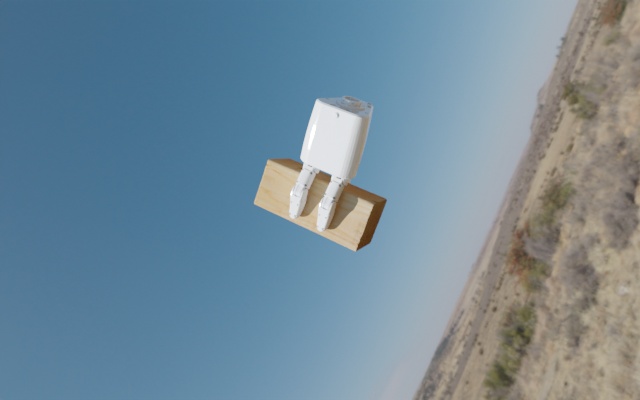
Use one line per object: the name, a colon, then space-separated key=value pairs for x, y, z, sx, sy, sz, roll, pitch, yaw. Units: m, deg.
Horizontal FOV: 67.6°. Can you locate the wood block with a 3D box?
wood block: x=0.000 y=0.002 z=0.853 sx=0.206 sy=0.090 sz=0.091 roll=24 pitch=14 yaw=19
